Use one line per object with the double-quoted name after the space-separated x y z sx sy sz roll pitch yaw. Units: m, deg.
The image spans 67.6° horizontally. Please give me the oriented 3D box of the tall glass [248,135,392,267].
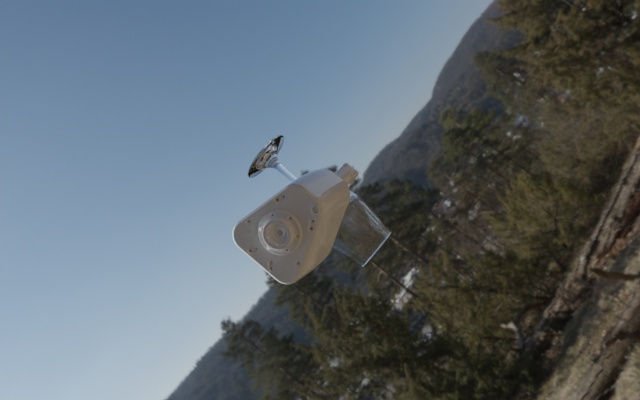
0.000 0.002 0.647 0.201 0.079 0.079 40 6 7 "tall glass"
